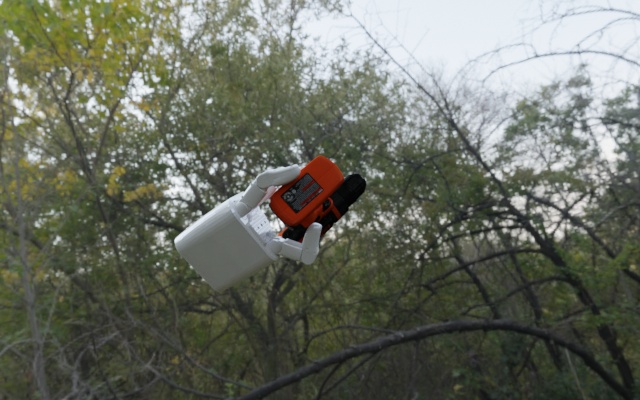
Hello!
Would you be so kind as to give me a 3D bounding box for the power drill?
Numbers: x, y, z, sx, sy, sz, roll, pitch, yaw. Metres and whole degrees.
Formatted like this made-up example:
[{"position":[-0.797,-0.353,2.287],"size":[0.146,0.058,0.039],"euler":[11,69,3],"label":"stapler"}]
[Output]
[{"position":[0.000,0.002,0.729],"size":[0.057,0.184,0.188],"euler":[44,-9,16],"label":"power drill"}]
